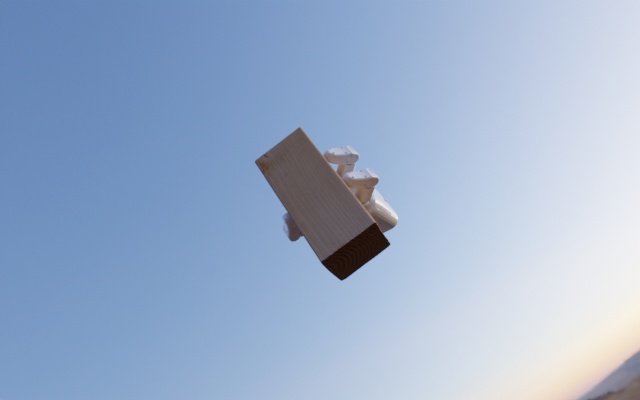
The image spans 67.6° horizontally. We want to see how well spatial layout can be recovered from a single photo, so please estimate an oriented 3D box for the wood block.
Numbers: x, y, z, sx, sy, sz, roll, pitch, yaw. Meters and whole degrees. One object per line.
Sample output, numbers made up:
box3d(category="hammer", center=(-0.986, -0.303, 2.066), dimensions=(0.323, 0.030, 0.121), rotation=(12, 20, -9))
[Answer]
box3d(category="wood block", center=(0.000, 0.003, 0.702), dimensions=(0.091, 0.206, 0.090), rotation=(-38, -33, 2))
